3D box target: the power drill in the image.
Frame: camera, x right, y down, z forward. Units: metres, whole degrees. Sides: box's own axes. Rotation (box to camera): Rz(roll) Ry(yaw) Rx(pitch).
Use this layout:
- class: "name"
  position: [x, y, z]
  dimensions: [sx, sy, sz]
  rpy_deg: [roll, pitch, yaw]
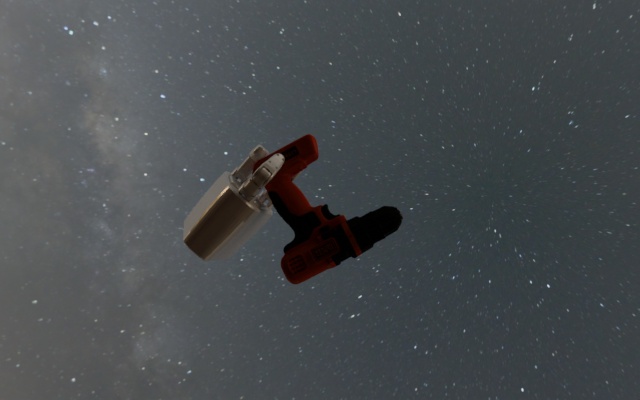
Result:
- class: "power drill"
  position: [0.000, 0.002, 0.685]
  dimensions: [0.184, 0.187, 0.057]
  rpy_deg: [-27, -15, -2]
